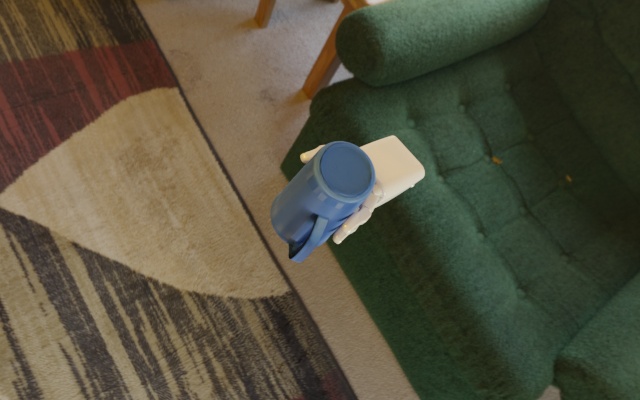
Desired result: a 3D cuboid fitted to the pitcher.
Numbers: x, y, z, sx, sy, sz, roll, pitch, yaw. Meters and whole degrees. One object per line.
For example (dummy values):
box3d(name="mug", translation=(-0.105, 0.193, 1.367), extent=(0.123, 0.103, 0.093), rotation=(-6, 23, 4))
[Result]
box3d(name="pitcher", translation=(0.000, 0.003, 0.851), extent=(0.145, 0.149, 0.243), rotation=(-24, -10, -26))
